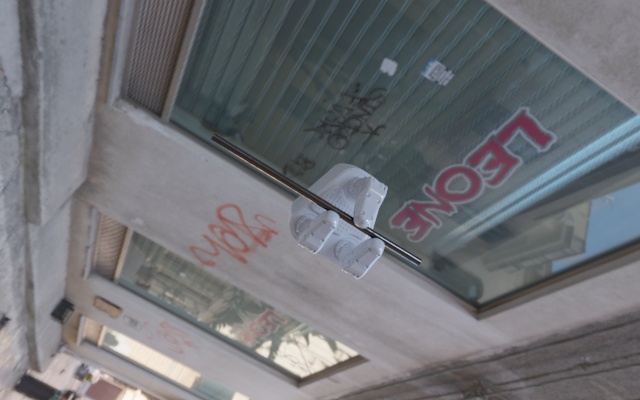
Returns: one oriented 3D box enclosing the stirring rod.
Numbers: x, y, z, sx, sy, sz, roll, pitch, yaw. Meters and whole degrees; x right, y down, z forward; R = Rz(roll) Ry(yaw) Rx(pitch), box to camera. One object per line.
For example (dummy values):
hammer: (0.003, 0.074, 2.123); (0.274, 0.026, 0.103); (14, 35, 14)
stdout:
stirring rod: (0.000, 0.001, 0.469); (0.239, 0.011, 0.011); (31, -6, -10)
